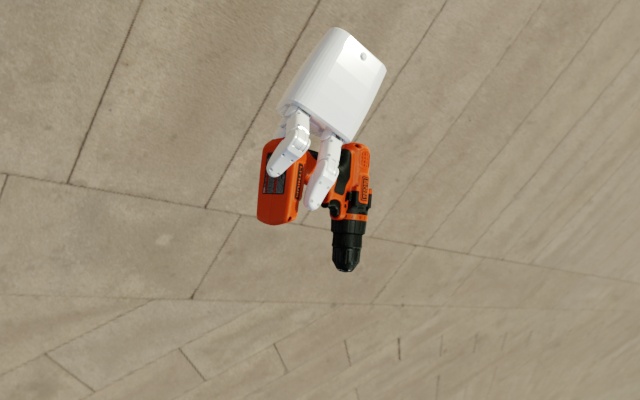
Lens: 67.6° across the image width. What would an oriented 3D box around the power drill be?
[{"bbox_3d":[0.000,0.002,0.627,0.057,0.184,0.188,0,-7,36],"label":"power drill"}]
